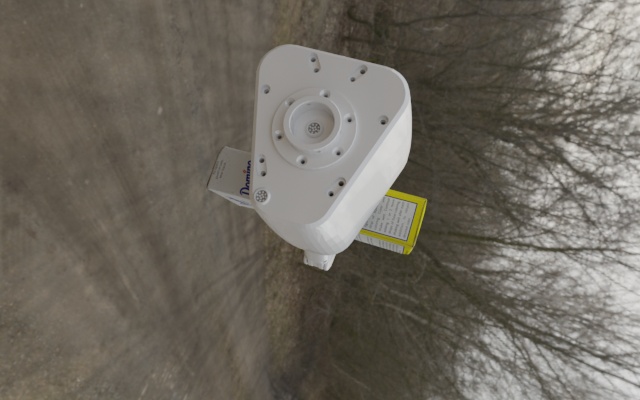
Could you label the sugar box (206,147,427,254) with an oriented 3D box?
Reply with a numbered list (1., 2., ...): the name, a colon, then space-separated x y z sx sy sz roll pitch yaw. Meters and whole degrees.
1. sugar box: 0.000 0.001 0.422 0.176 0.048 0.093 18 -7 11
